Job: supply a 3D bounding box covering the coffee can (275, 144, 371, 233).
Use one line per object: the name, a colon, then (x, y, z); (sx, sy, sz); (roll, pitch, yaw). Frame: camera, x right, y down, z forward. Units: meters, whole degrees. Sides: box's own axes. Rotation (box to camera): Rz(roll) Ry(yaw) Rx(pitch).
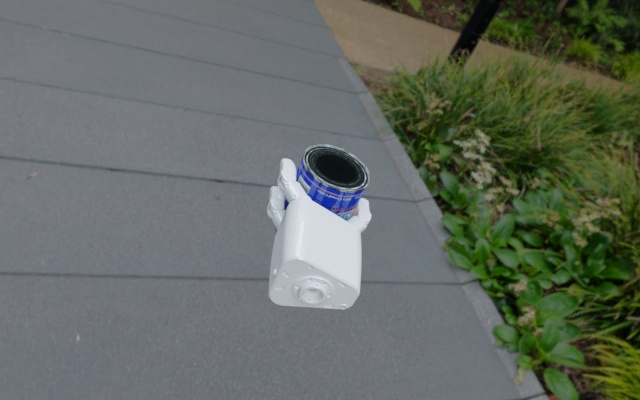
coffee can: (0.000, 0.002, 0.715); (0.103, 0.140, 0.102); (15, 38, -12)
